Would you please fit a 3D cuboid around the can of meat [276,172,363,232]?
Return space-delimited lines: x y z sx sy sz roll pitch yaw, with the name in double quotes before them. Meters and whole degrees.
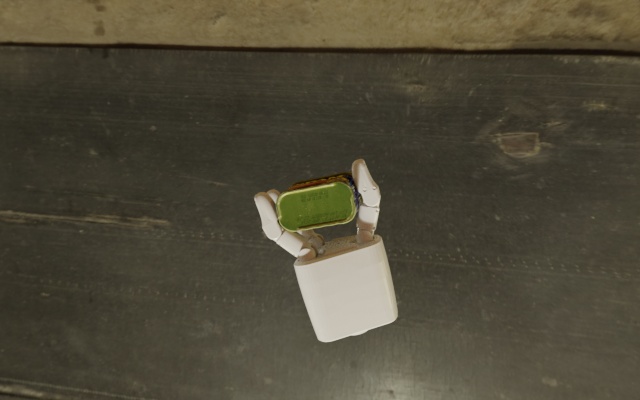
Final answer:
"can of meat" 0.000 0.002 0.607 0.102 0.057 0.084 -11 7 11
